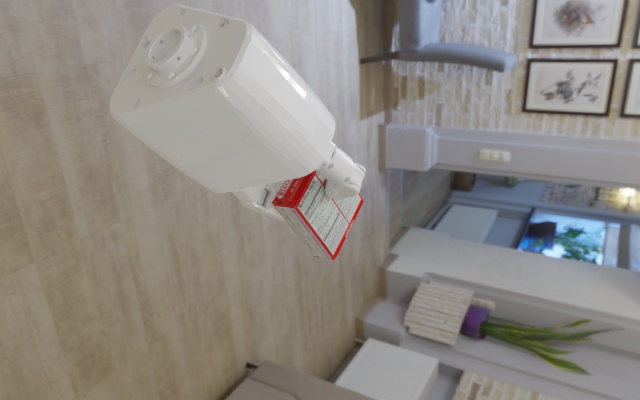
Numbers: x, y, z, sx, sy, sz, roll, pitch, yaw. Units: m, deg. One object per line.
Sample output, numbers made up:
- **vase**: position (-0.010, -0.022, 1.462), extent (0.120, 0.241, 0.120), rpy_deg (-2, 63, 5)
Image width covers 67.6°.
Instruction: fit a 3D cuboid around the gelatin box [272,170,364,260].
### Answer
- **gelatin box**: position (0.001, 0.002, 0.450), extent (0.030, 0.073, 0.089), rpy_deg (6, -34, 37)
